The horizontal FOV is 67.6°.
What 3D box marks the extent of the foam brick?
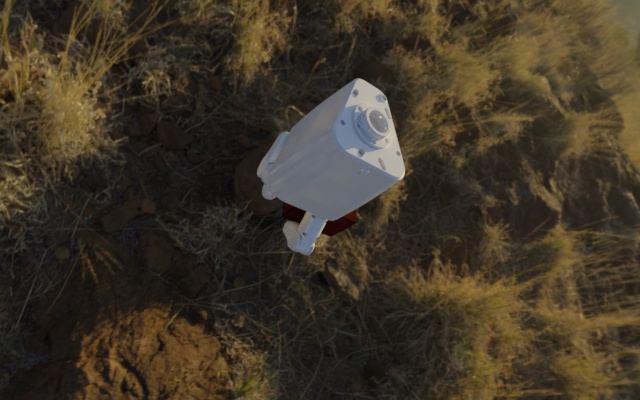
[{"bbox_3d":[0.000,0.002,0.579,0.078,0.053,0.051,24,-37,-30],"label":"foam brick"}]
